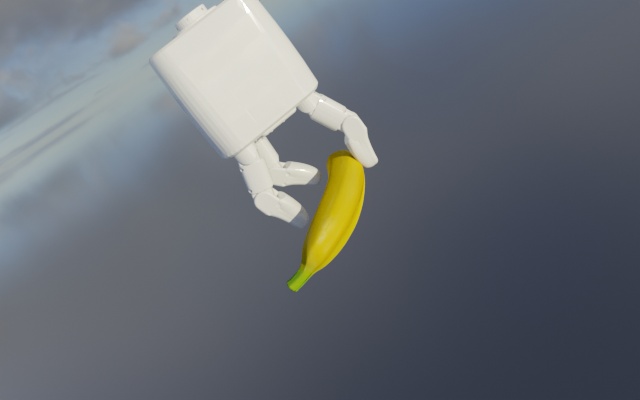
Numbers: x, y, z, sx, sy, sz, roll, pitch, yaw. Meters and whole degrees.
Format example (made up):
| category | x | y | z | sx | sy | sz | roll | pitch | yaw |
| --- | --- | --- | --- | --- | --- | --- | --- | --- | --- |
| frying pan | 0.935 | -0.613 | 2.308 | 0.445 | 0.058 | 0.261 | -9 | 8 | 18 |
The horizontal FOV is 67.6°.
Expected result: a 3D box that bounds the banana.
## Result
| category | x | y | z | sx | sy | sz | roll | pitch | yaw |
| --- | --- | --- | --- | --- | --- | --- | --- | --- | --- |
| banana | 0.013 | -0.004 | 0.463 | 0.070 | 0.037 | 0.197 | -27 | 26 | 33 |
